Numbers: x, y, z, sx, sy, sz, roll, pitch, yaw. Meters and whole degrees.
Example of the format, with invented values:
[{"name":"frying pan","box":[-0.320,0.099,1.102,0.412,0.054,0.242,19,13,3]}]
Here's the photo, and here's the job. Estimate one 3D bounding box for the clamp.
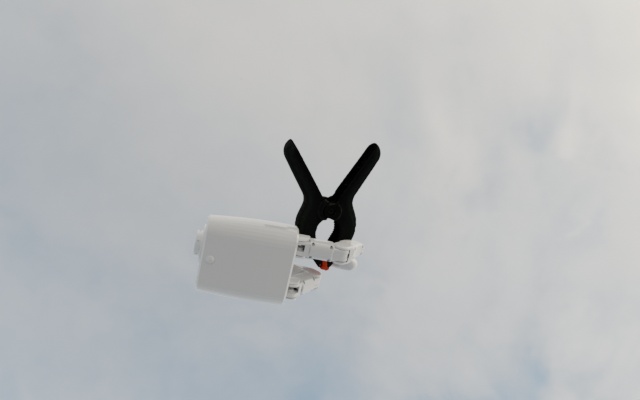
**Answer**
[{"name":"clamp","box":[0.000,0.002,0.593,0.120,0.171,0.039,11,12,-12]}]
